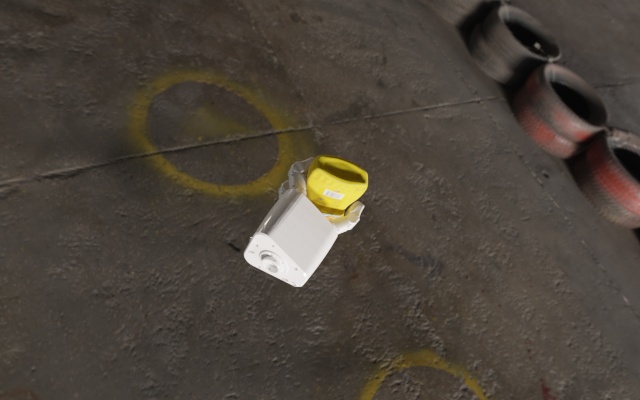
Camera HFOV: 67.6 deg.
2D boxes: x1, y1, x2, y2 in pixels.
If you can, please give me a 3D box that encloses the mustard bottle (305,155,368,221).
[{"bbox_3d":[0.000,0.002,0.836,0.096,0.058,0.192,16,-39,-16],"label":"mustard bottle"}]
